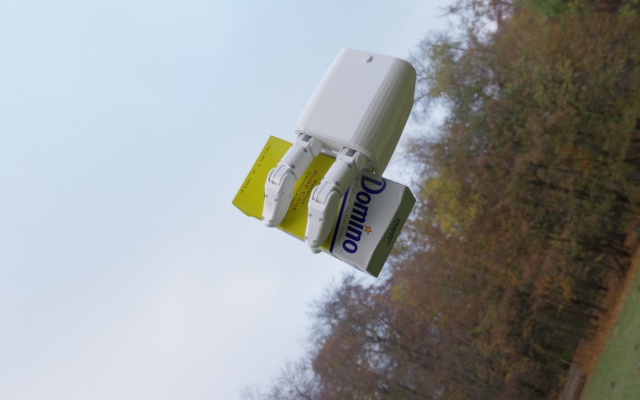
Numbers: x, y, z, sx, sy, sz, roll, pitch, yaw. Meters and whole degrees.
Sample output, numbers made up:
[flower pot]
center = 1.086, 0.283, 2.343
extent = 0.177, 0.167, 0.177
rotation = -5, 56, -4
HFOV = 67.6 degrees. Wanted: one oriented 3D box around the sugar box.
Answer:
[sugar box]
center = 0.000, 0.001, 0.503
extent = 0.176, 0.093, 0.048
rotation = 22, -11, 30
